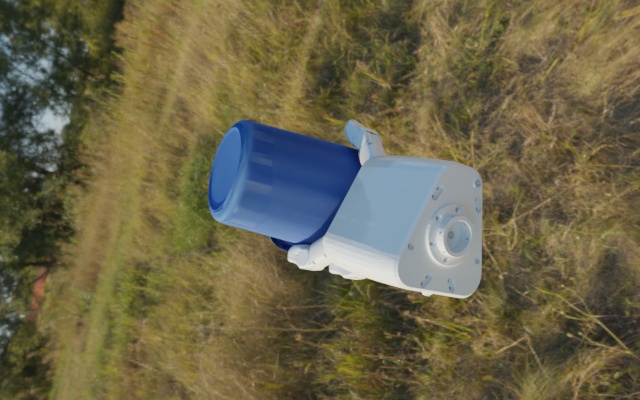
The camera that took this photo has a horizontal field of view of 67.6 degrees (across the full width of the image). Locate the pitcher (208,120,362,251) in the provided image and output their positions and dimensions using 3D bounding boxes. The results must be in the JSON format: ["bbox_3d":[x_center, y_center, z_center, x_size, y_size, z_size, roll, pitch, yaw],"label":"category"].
[{"bbox_3d":[0.000,0.002,0.543,0.243,0.149,0.145,15,1,-29],"label":"pitcher"}]
